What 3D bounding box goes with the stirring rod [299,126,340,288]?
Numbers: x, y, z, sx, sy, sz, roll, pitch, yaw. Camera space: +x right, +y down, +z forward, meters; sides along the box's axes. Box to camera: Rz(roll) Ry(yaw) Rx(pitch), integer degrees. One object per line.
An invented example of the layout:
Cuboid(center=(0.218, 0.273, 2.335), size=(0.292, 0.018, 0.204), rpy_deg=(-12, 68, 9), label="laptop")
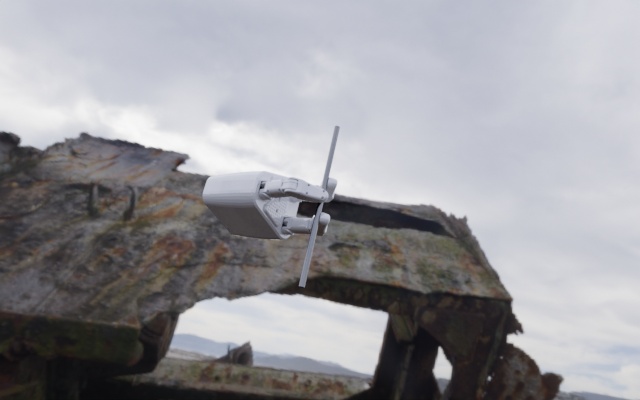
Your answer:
Cuboid(center=(0.000, 0.002, 0.661), size=(0.011, 0.239, 0.011), rpy_deg=(11, -20, 4), label="stirring rod")
